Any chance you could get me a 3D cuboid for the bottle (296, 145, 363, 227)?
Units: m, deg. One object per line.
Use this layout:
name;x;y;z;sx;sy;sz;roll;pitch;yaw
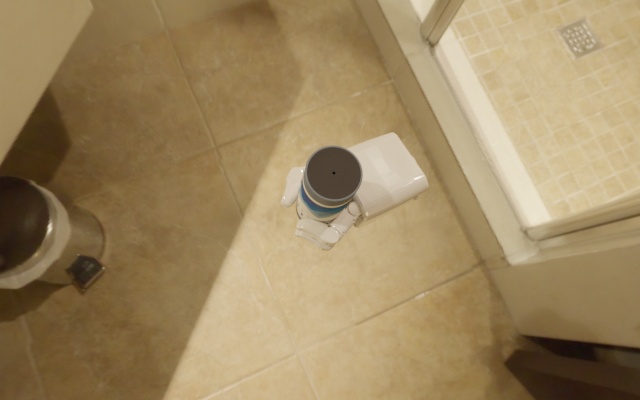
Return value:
bottle;0.000;0.002;0.681;0.069;0.069;0.296;0;-13;-6
